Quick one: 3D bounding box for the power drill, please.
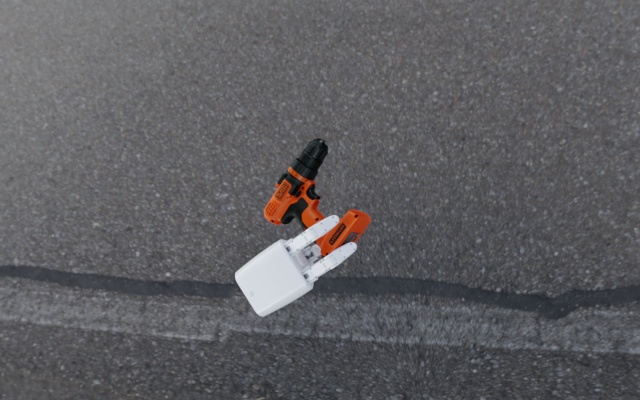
[{"bbox_3d":[0.000,0.003,0.860,0.187,0.184,0.057,42,16,31],"label":"power drill"}]
